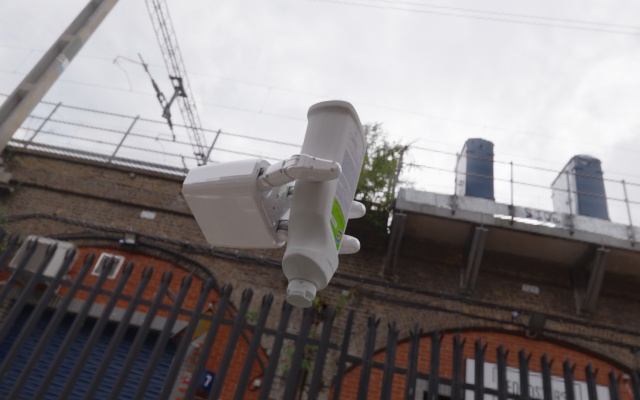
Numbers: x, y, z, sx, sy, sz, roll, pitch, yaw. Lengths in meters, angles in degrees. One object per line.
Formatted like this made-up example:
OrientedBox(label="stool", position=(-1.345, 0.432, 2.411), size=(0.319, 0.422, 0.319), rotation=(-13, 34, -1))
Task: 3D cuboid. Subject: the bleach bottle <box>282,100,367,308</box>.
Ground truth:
OrientedBox(label="bleach bottle", position=(0.000, 0.002, 0.568), size=(0.068, 0.250, 0.103), rotation=(-2, -38, 23))
